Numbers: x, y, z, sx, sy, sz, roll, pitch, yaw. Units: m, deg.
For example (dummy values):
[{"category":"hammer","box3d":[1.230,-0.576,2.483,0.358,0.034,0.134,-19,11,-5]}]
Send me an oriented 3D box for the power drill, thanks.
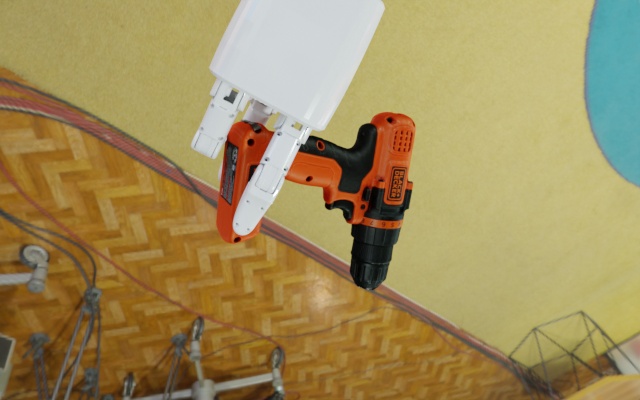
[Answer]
[{"category":"power drill","box3d":[0.000,0.001,0.455,0.187,0.184,0.057,1,12,-29]}]
